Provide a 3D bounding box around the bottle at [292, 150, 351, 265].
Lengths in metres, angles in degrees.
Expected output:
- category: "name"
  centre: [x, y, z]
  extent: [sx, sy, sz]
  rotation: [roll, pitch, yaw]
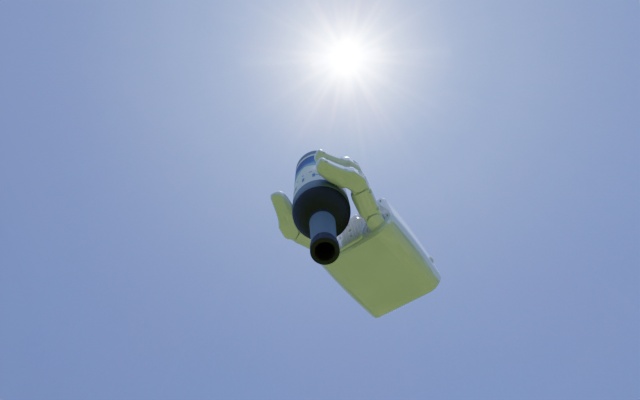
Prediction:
- category: "bottle"
  centre: [0.000, 0.002, 0.573]
  extent: [0.069, 0.069, 0.295]
  rotation: [0, 18, -2]
